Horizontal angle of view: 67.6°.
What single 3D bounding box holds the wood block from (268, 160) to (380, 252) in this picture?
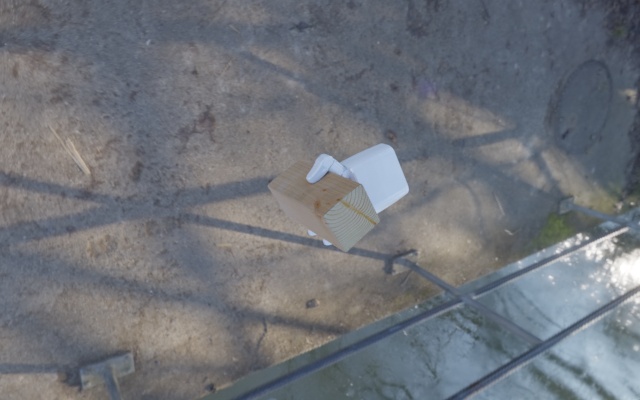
[{"bbox_3d":[0.000,0.002,0.885,0.090,0.091,0.206,-40,33,-16],"label":"wood block"}]
